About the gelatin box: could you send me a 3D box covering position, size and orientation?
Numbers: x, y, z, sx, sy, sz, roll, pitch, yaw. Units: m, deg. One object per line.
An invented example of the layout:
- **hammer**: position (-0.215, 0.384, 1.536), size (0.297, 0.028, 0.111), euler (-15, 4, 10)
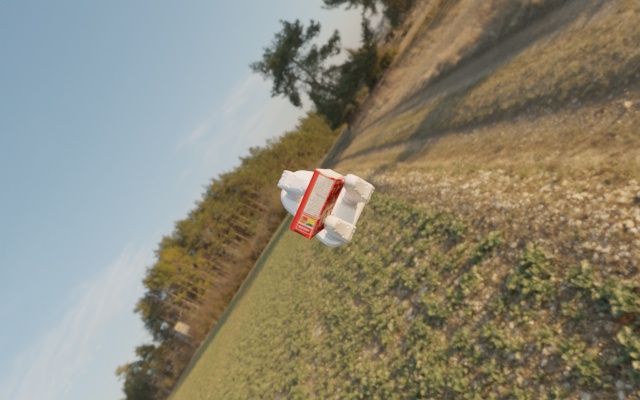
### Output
- **gelatin box**: position (0.000, 0.002, 0.555), size (0.030, 0.073, 0.089), euler (25, 8, 8)
